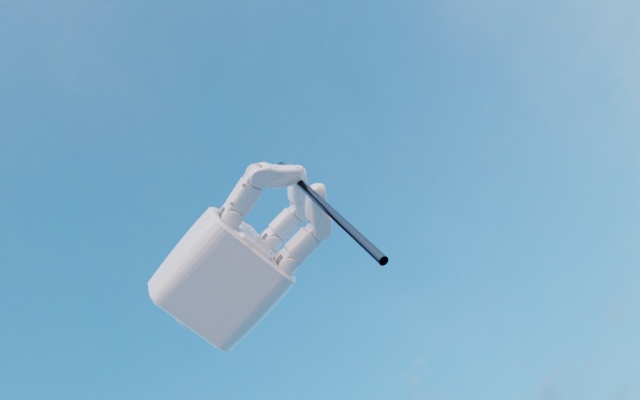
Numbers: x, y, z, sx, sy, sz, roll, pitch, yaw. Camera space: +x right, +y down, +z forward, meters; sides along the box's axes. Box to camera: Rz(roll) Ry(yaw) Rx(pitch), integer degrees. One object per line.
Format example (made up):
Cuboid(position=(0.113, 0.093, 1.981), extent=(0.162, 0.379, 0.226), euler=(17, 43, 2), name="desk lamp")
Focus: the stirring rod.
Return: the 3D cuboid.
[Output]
Cuboid(position=(0.000, 0.002, 0.450), extent=(0.011, 0.011, 0.239), euler=(0, 21, -24), name="stirring rod")
